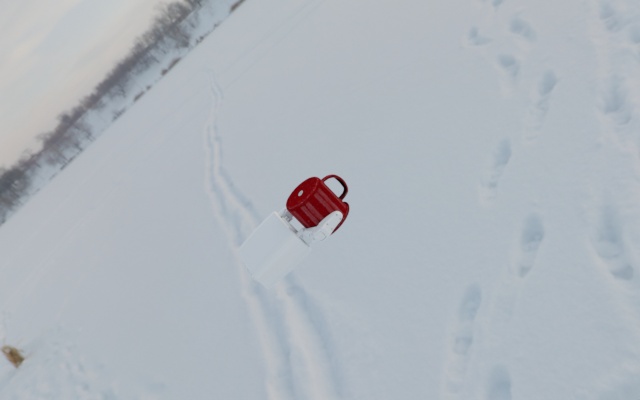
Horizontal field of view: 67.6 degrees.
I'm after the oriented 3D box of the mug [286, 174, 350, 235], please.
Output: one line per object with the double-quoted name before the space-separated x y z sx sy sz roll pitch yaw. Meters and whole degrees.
"mug" 0.001 0.002 0.864 0.081 0.117 0.093 46 -4 -23
